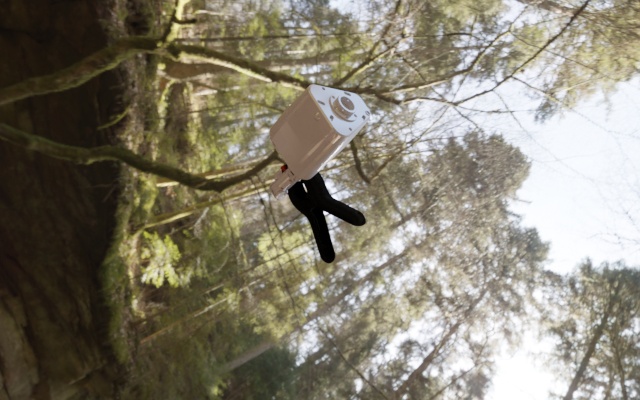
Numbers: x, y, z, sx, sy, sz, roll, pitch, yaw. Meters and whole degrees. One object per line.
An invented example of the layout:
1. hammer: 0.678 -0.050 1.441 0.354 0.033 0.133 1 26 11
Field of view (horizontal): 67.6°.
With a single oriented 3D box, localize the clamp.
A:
1. clamp: 0.000 0.002 0.738 0.039 0.171 0.120 -20 -16 -47
